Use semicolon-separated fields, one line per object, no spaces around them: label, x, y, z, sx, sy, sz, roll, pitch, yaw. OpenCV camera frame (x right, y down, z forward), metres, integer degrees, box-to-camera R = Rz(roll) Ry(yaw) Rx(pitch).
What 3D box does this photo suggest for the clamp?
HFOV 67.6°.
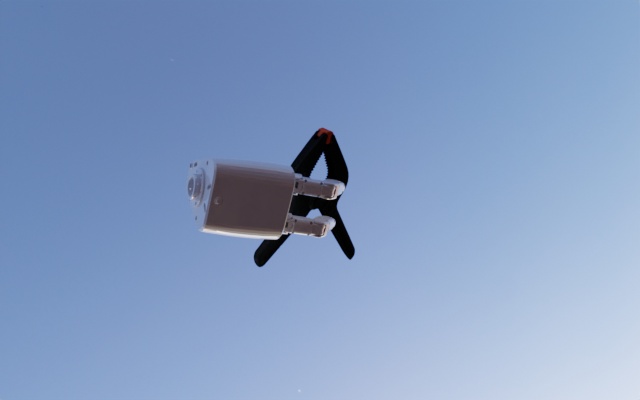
clamp;0.000;0.001;0.694;0.164;0.210;0.036;6;16;-31
